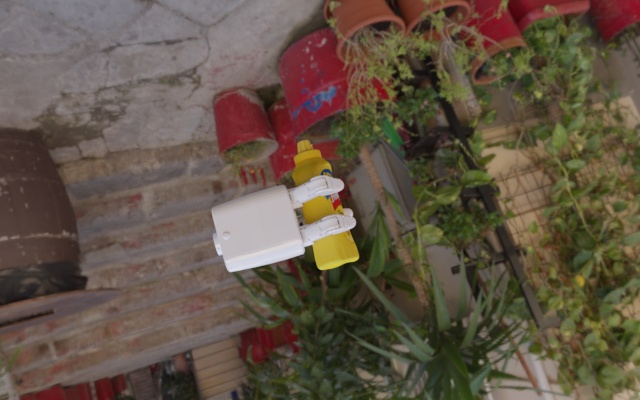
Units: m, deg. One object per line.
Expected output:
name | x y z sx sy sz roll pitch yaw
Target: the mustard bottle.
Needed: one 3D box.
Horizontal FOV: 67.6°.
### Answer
mustard bottle | 0.001 0.002 0.699 0.058 0.191 0.096 -20 -11 17
